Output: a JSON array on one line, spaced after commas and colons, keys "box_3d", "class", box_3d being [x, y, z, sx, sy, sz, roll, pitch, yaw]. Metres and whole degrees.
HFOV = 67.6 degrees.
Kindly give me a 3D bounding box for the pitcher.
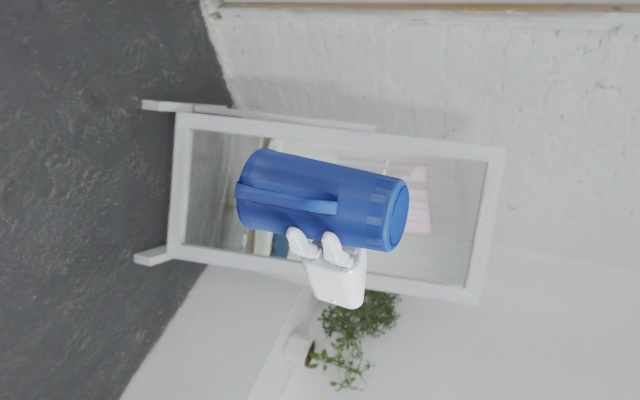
[{"box_3d": [0.000, 0.002, 0.717, 0.243, 0.145, 0.149, 11, 48, 23], "class": "pitcher"}]
